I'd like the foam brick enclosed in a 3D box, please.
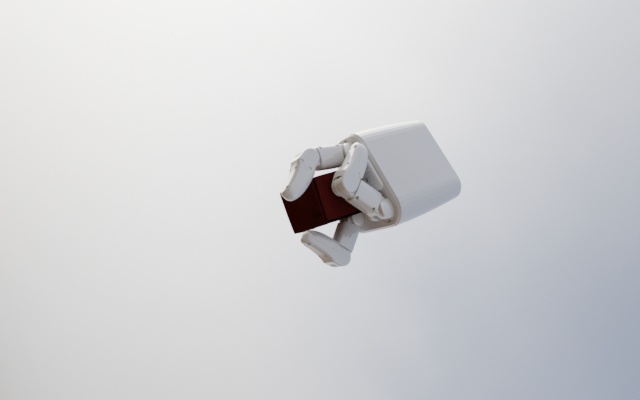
[{"bbox_3d":[0.000,0.002,0.533,0.051,0.053,0.078,-18,-1,-32],"label":"foam brick"}]
